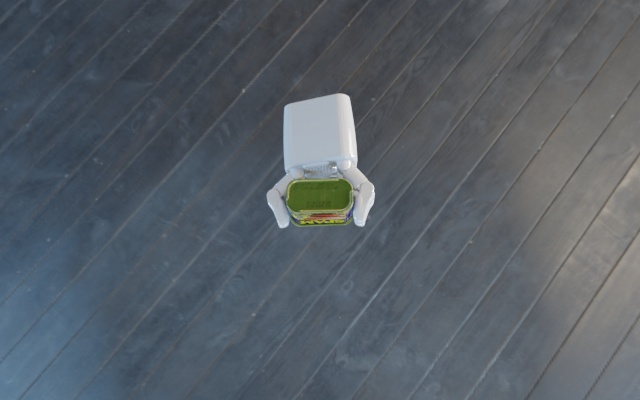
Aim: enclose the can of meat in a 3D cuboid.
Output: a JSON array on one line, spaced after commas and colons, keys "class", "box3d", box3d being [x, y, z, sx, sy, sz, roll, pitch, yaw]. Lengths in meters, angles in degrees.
[{"class": "can of meat", "box3d": [0.000, 0.002, 0.714, 0.102, 0.057, 0.084, -2, -14, 2]}]
